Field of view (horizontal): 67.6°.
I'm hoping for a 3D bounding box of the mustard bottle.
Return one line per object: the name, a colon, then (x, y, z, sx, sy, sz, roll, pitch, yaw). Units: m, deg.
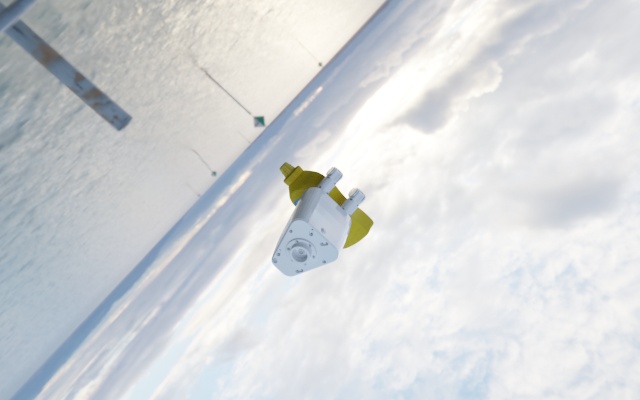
mustard bottle: (0.000, 0.003, 0.866, 0.096, 0.191, 0.058, -34, 16, 51)
